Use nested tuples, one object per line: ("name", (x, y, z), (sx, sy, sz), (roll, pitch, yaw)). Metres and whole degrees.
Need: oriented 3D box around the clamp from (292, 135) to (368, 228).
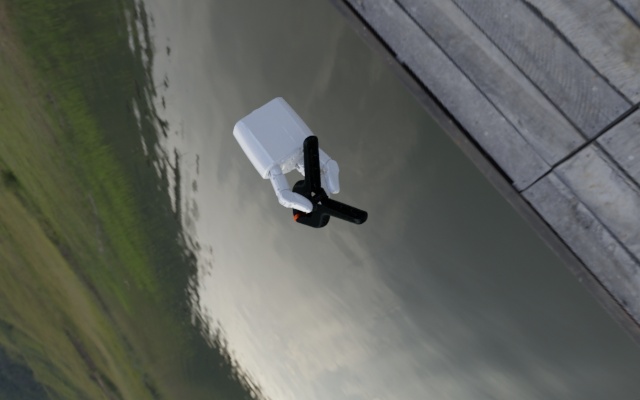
("clamp", (-0.001, 0.003, 0.835), (0.036, 0.164, 0.210), (-29, -14, -28))
